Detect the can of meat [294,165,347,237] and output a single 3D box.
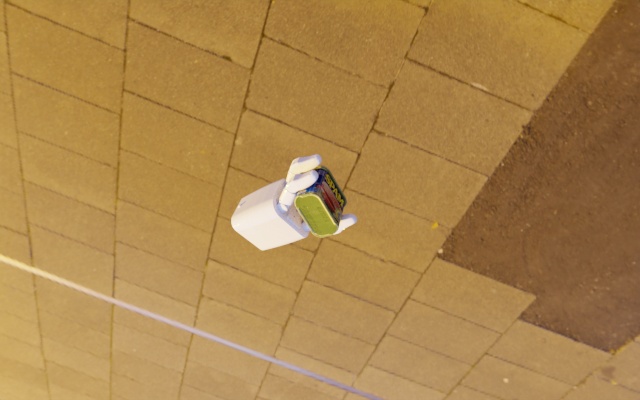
[{"bbox_3d":[0.000,0.003,0.854,0.057,0.102,0.084,-18,30,25],"label":"can of meat"}]
